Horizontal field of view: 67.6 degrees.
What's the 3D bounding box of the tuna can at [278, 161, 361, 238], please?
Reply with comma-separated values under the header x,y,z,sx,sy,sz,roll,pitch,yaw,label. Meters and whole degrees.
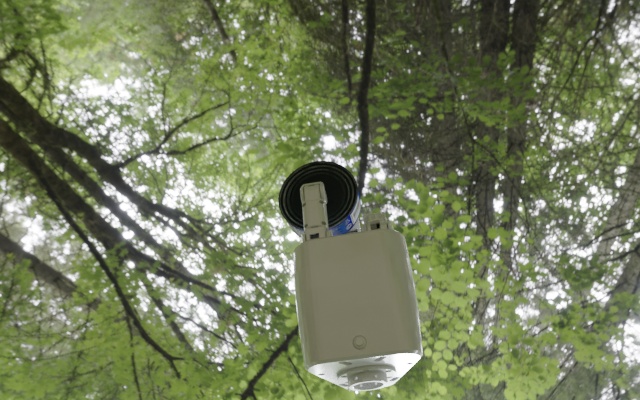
x,y,z,sx,sy,sz,roll,pitch,yaw,label
0.000,0.002,0.515,0.086,0.086,0.034,0,-30,13,tuna can
